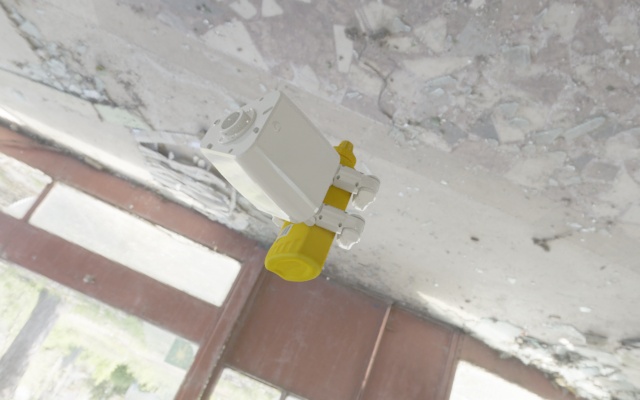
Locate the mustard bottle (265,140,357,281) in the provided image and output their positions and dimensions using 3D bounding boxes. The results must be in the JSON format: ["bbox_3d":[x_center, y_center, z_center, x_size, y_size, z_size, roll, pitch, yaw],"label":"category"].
[{"bbox_3d":[0.000,0.002,0.585,0.058,0.191,0.096,32,-29,-15],"label":"mustard bottle"}]
